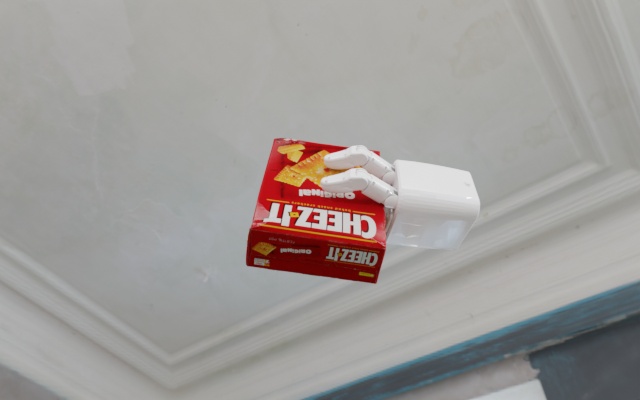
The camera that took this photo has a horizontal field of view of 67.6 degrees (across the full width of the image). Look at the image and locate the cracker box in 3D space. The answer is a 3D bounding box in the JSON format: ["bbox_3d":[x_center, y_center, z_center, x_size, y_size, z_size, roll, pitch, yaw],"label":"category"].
[{"bbox_3d":[0.000,0.002,0.646,0.164,0.072,0.213,8,37,-1],"label":"cracker box"}]
